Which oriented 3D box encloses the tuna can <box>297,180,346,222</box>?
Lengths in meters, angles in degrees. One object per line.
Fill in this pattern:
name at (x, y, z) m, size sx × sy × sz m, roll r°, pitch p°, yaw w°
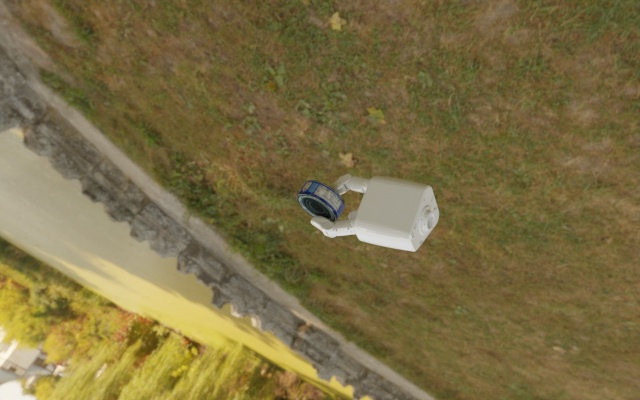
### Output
tuna can at (0.000, 0.003, 0.866) m, size 0.086 × 0.033 × 0.086 m, roll 27°, pitch -24°, yaw 14°
